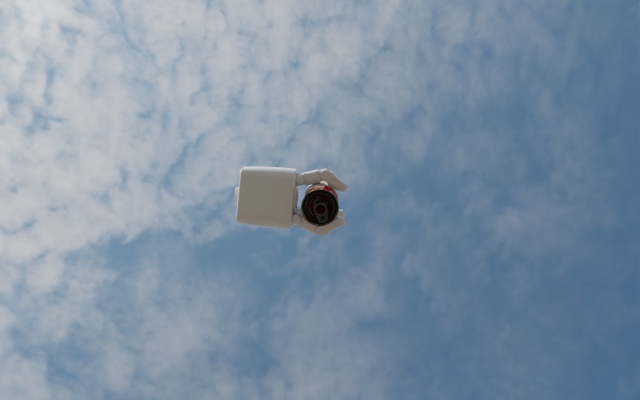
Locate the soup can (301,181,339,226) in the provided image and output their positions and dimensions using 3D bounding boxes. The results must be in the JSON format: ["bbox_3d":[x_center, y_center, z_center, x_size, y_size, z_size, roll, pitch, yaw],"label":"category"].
[{"bbox_3d":[0.001,0.003,0.898,0.068,0.068,0.102,0,12,1],"label":"soup can"}]
